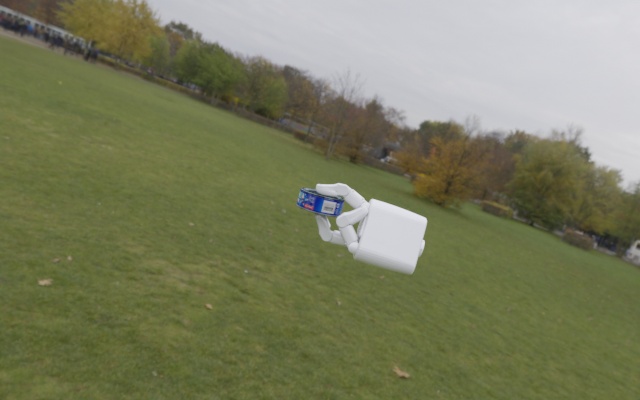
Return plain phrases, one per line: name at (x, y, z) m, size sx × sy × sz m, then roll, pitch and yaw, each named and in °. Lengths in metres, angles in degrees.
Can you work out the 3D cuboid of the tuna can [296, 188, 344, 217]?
tuna can at (0.000, 0.002, 0.887) m, size 0.086 × 0.034 × 0.086 m, roll 14°, pitch 7°, yaw -2°
